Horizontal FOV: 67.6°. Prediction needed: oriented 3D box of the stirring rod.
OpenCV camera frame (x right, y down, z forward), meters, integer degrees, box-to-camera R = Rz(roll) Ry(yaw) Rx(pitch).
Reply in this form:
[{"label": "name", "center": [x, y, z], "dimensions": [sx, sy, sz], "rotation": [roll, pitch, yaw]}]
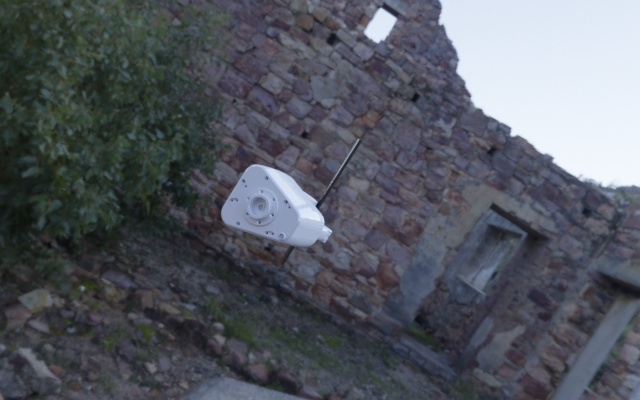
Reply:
[{"label": "stirring rod", "center": [0.000, 0.003, 0.785], "dimensions": [0.011, 0.239, 0.011], "rotation": [32, 3, -2]}]
